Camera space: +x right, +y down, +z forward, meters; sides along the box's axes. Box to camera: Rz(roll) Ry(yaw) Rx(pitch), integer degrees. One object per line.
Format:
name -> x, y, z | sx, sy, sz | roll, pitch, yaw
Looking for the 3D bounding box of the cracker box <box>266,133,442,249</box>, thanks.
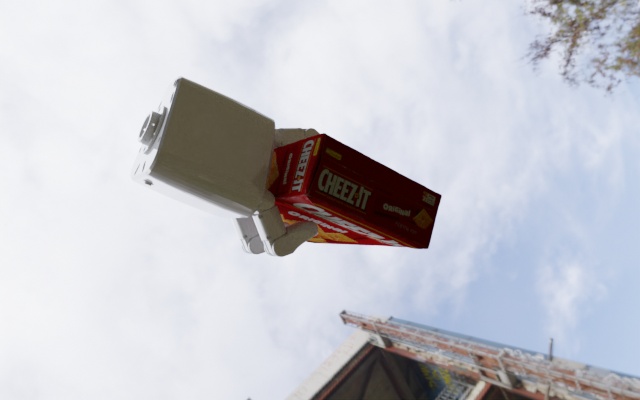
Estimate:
cracker box -> 0.000, 0.002, 0.550 | 0.164, 0.072, 0.214 | 23, -15, -30
